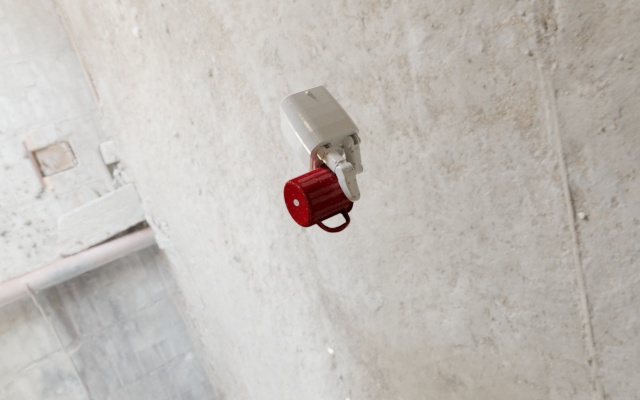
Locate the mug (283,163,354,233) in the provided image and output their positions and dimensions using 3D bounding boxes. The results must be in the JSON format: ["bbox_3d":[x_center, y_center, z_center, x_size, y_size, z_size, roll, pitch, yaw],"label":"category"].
[{"bbox_3d":[0.001,0.004,0.762,0.081,0.117,0.093,-23,-20,-29],"label":"mug"}]
